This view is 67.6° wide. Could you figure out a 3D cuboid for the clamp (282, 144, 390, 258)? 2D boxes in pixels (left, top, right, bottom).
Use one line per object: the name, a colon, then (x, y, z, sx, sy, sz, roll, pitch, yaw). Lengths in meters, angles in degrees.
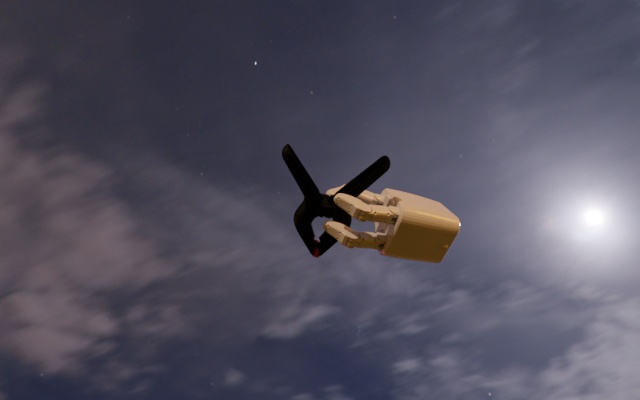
clamp: (0.000, 0.002, 0.761, 0.164, 0.210, 0.036, 12, 34, -13)
